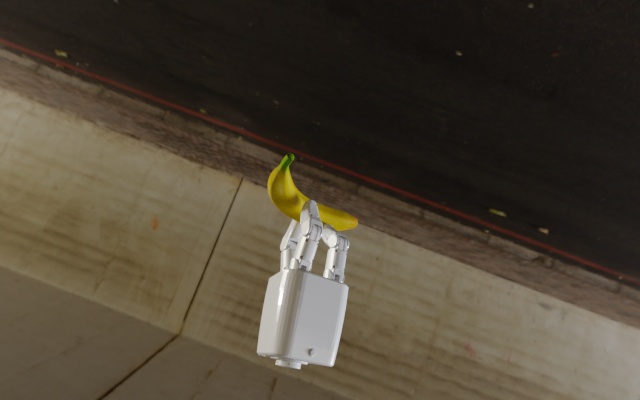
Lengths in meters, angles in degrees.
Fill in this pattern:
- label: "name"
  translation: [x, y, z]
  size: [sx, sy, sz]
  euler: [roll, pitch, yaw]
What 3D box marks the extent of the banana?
- label: "banana"
  translation: [-0.018, 0.006, 0.675]
  size: [0.069, 0.037, 0.198]
  euler: [-17, -34, 24]
